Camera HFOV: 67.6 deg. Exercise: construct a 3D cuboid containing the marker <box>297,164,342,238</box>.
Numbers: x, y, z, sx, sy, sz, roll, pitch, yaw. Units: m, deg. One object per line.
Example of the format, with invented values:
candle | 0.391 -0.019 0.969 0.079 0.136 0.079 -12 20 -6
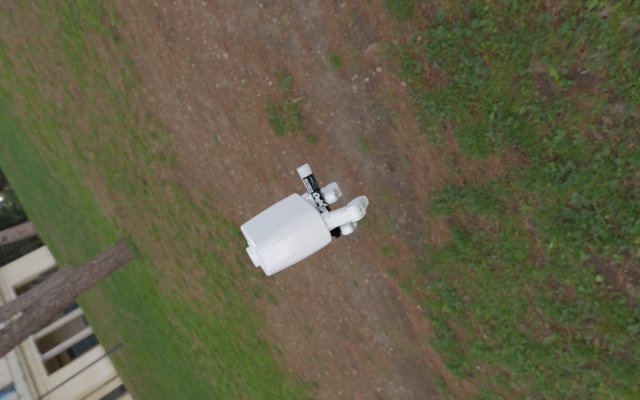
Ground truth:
marker | 0.000 0.002 0.717 0.020 0.121 0.020 -26 10 5
